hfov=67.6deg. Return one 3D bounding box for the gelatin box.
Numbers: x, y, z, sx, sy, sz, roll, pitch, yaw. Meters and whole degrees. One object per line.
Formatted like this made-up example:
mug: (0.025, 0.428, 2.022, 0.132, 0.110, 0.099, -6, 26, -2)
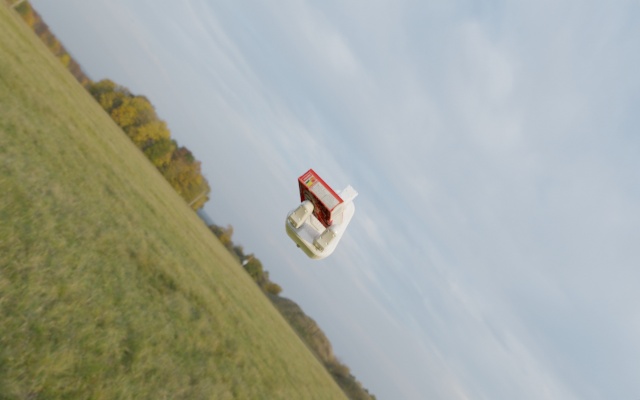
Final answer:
gelatin box: (0.000, 0.002, 0.722, 0.030, 0.073, 0.089, -39, -18, -15)
